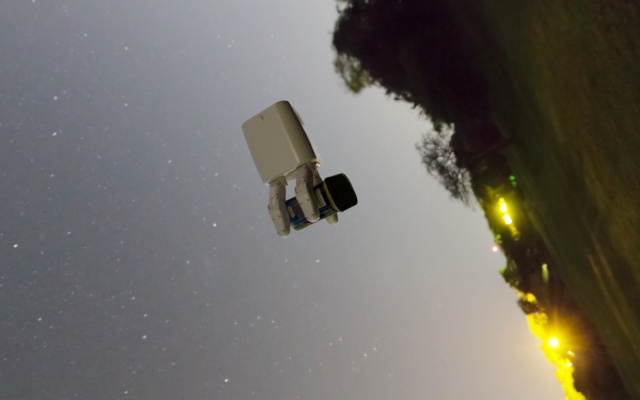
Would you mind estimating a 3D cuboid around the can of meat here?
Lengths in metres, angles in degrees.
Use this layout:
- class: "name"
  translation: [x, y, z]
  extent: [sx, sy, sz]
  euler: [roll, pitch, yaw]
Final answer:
- class: "can of meat"
  translation: [0.000, 0.003, 0.756]
  extent: [0.084, 0.057, 0.102]
  euler: [-26, -1, 24]
